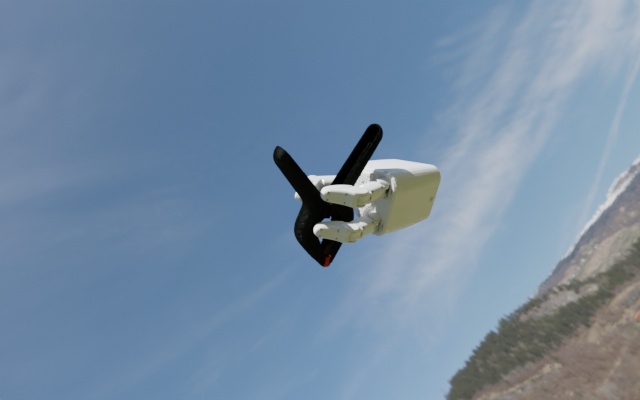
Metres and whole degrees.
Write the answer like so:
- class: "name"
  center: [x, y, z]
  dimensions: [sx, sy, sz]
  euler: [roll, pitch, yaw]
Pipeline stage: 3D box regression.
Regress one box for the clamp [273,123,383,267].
- class: "clamp"
  center: [0.000, 0.002, 0.639]
  dimensions: [0.164, 0.210, 0.036]
  euler: [-10, 34, -35]
